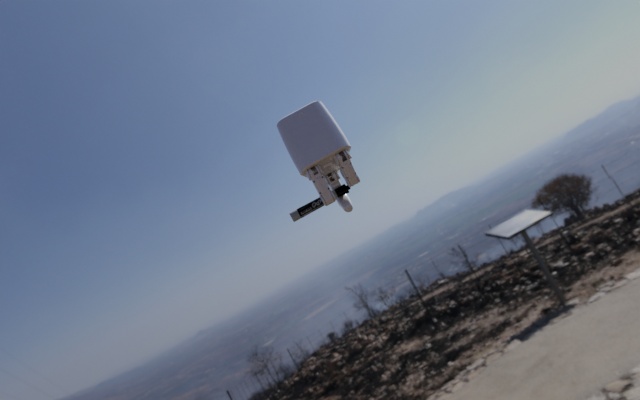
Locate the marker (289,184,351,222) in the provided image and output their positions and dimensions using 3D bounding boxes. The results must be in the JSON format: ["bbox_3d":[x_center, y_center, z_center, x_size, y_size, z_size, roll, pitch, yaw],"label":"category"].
[{"bbox_3d":[0.000,0.003,0.874,0.121,0.020,0.020,-28,1,-3],"label":"marker"}]
